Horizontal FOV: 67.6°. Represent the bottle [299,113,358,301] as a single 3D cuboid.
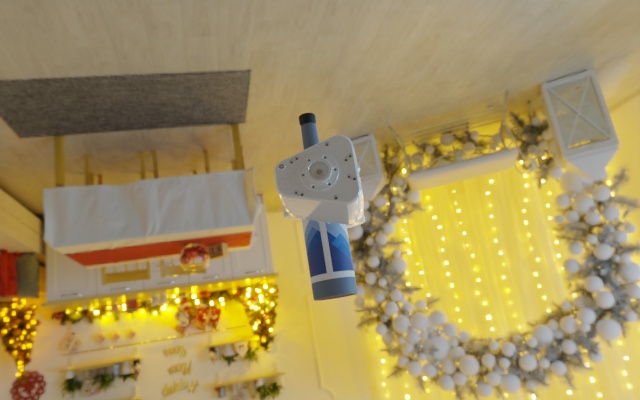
[{"bbox_3d":[0.000,0.003,0.743,0.069,0.295,0.069,-9,-15,-2],"label":"bottle"}]
